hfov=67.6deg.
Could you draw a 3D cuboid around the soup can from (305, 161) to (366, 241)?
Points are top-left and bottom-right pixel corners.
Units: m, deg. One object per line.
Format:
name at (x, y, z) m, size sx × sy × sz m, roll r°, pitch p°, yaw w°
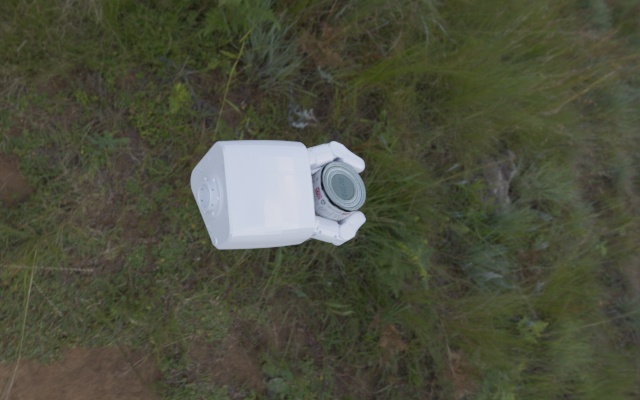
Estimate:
soup can at (0.001, 0.002, 0.604) m, size 0.068 × 0.068 × 0.102 m, roll 0°, pitch -23°, yaw -38°
